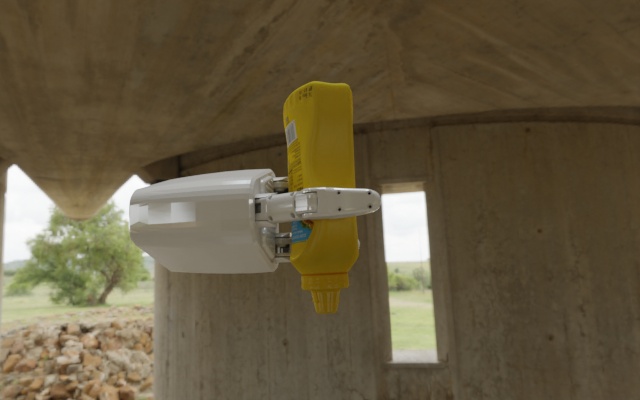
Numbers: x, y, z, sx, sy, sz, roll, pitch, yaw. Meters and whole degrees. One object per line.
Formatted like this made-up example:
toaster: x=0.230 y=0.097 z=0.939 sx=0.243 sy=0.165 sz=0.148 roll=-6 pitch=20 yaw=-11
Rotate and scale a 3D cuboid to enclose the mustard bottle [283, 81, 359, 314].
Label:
mustard bottle: x=0.000 y=0.001 z=0.421 sx=0.058 sy=0.191 sz=0.096 roll=0 pitch=-8 yaw=-19
